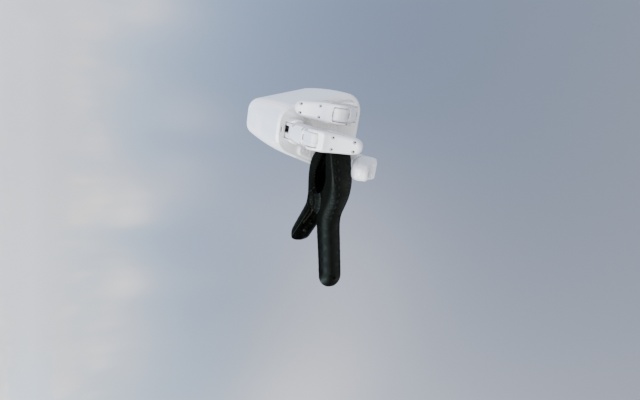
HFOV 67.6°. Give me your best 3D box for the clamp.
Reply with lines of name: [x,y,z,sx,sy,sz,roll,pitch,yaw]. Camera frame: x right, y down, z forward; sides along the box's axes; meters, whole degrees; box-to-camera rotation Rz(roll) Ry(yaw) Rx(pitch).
clamp: [0.000,0.002,0.568,0.039,0.171,0.120,0,17,-31]
